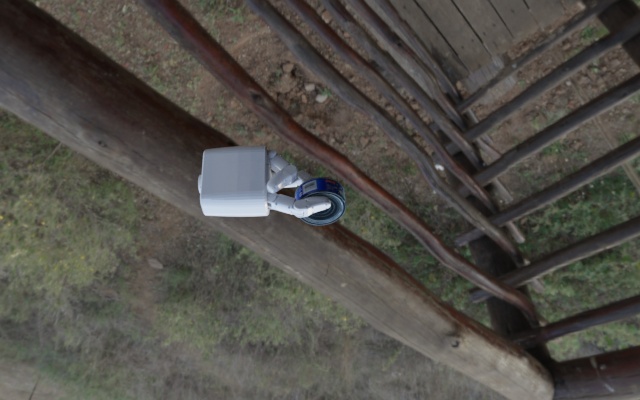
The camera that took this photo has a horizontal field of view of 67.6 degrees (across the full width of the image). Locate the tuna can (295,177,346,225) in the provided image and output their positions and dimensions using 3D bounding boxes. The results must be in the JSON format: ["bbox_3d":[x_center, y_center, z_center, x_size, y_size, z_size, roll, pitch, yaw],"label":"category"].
[{"bbox_3d":[0.000,0.003,0.802,0.086,0.033,0.086,-3,-44,-3],"label":"tuna can"}]
